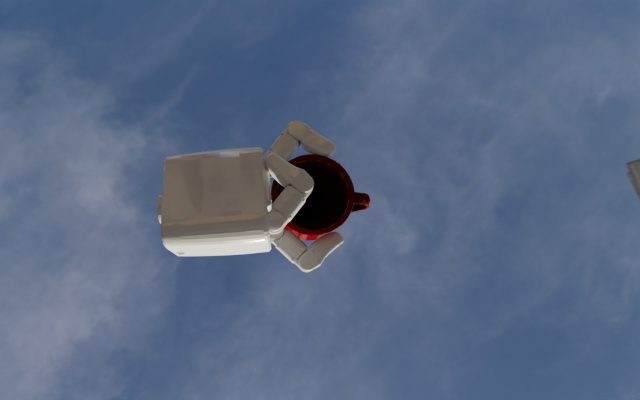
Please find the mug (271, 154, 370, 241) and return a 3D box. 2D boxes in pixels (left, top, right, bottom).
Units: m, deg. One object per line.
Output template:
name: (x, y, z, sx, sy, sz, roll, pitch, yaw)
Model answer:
mug: (0.002, 0.002, 0.567, 0.117, 0.093, 0.081, -2, -14, -6)
